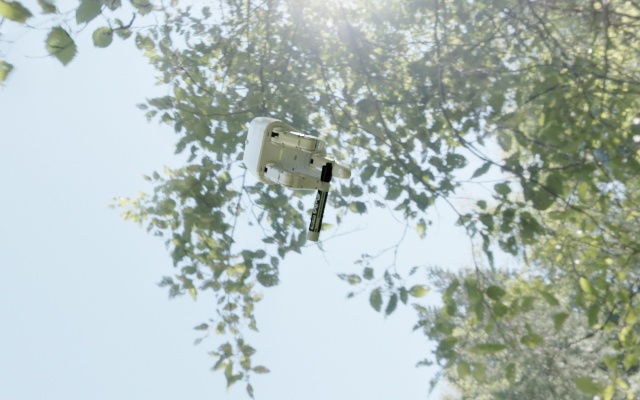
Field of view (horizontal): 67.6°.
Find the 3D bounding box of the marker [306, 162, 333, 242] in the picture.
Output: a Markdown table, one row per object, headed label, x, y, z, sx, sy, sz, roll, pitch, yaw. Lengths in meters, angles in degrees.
| label | x | y | z | sx | sy | sz | roll | pitch | yaw |
| --- | --- | --- | --- | --- | --- | --- | --- | --- | --- |
| marker | 0.000 | 0.002 | 0.715 | 0.020 | 0.121 | 0.020 | 12 | 11 | -2 |
